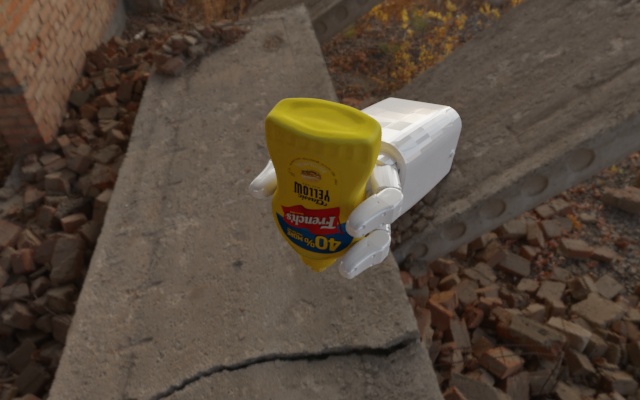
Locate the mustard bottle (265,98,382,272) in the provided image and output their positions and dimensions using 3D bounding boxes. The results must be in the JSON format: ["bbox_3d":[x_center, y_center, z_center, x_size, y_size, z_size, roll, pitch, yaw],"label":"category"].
[{"bbox_3d":[0.000,0.001,0.451,0.096,0.192,0.058,15,45,13],"label":"mustard bottle"}]
